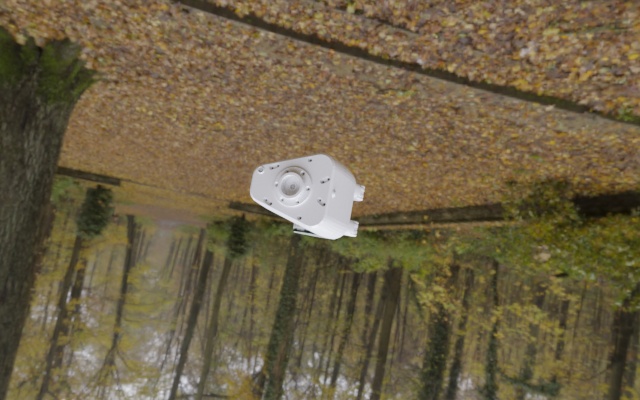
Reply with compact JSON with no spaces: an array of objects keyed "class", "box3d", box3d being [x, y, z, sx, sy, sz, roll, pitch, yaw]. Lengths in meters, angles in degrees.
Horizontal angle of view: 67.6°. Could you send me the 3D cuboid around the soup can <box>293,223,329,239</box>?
[{"class":"soup can","box3d":[0.000,0.003,0.715,0.068,0.102,0.068,10,-6,1]}]
